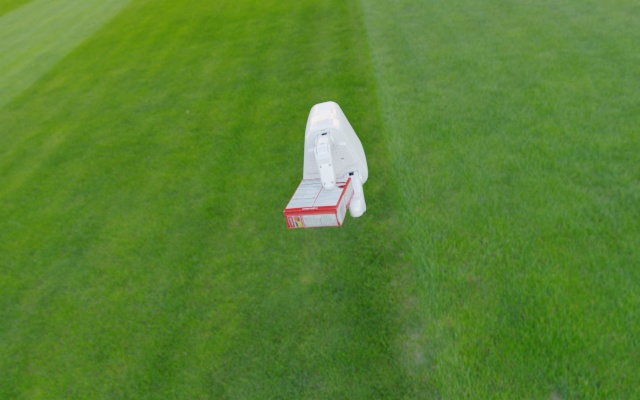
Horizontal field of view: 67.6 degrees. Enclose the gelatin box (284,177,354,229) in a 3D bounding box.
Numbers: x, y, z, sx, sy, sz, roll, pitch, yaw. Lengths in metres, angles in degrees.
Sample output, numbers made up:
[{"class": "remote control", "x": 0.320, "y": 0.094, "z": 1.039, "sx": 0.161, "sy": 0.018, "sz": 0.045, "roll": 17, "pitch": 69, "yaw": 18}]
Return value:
[{"class": "gelatin box", "x": 0.000, "y": 0.002, "z": 0.637, "sx": 0.073, "sy": 0.030, "sz": 0.089, "roll": -3, "pitch": 29, "yaw": 19}]
